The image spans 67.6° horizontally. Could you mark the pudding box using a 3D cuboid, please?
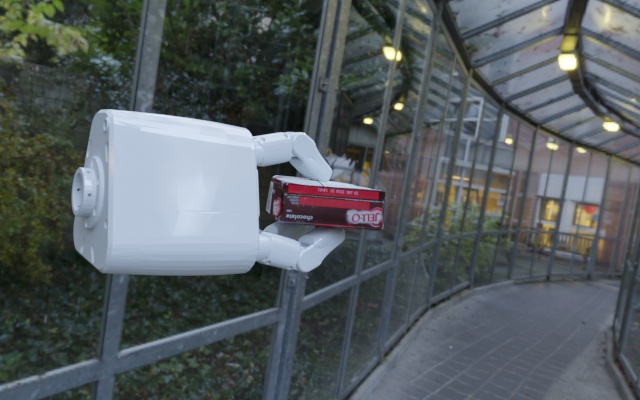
[{"bbox_3d":[0.000,0.001,0.440,0.090,0.039,0.113,6,5,-12],"label":"pudding box"}]
